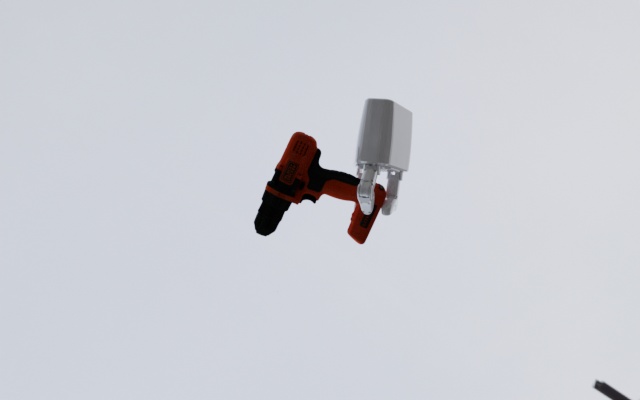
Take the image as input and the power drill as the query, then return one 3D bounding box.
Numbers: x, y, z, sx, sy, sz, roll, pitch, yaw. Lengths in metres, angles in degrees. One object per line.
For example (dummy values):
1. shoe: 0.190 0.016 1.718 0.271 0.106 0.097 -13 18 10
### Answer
1. power drill: 0.001 0.003 0.794 0.187 0.184 0.057 24 8 -6
